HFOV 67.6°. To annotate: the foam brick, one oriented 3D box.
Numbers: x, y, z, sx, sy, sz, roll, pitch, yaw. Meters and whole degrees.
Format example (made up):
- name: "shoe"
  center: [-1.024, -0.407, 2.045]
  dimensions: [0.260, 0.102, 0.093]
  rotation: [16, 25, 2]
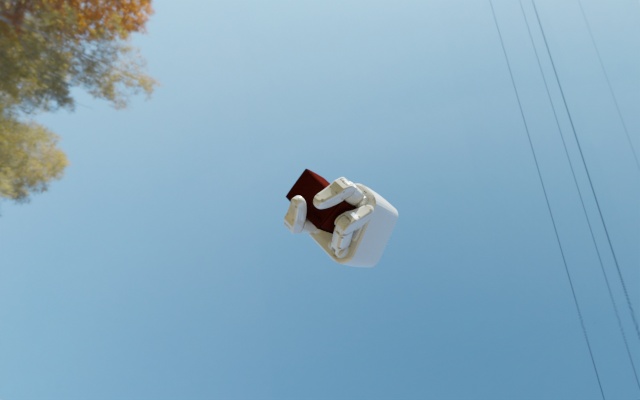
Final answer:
- name: "foam brick"
  center: [0.000, 0.002, 0.678]
  dimensions: [0.078, 0.053, 0.051]
  rotation: [44, 11, 30]
